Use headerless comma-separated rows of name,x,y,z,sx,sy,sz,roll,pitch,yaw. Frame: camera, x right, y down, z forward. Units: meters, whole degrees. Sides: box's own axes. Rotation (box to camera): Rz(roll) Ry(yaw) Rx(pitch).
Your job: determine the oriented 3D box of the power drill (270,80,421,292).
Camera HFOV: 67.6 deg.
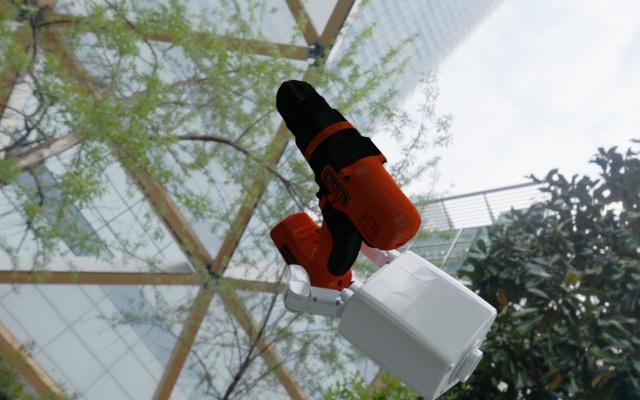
power drill,0.000,0.002,0.465,0.057,0.184,0.188,-22,-26,-28
